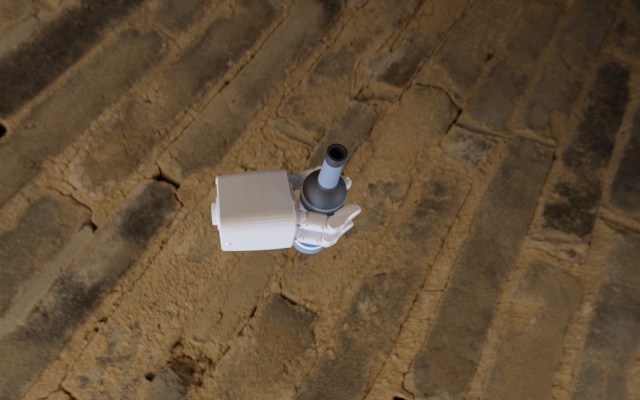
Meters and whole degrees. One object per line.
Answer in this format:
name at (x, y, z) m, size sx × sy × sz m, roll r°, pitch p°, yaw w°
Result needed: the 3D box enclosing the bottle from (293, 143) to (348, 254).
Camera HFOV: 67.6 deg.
bottle at (0.000, 0.002, 0.723) m, size 0.069 × 0.069 × 0.296 m, roll 0°, pitch -25°, yaw -9°
